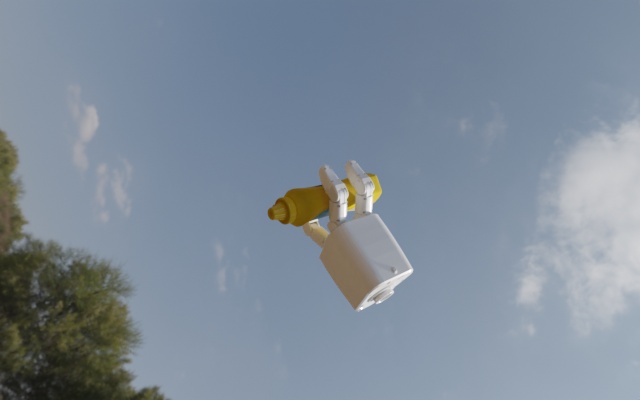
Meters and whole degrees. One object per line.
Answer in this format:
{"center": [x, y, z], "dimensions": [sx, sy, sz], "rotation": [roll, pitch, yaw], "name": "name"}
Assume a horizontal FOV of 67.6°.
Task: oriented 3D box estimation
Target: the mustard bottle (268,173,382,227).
{"center": [0.000, 0.002, 0.752], "dimensions": [0.191, 0.058, 0.096], "rotation": [-15, -5, -39], "name": "mustard bottle"}
